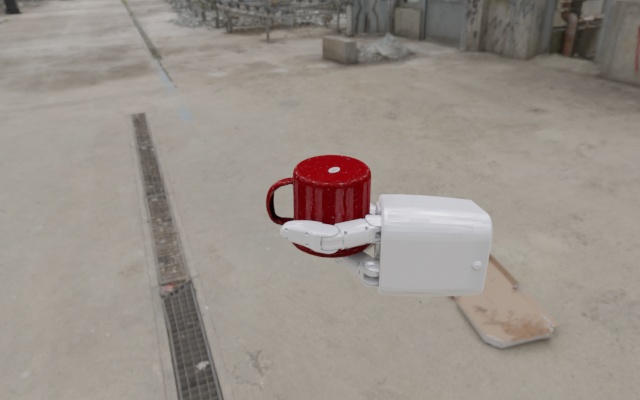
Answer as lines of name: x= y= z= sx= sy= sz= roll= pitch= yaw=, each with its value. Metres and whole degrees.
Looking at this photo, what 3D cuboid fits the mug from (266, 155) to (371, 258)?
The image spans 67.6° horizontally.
mug: x=-0.001 y=0.001 z=0.510 sx=0.117 sy=0.081 sz=0.093 roll=2 pitch=27 yaw=4
